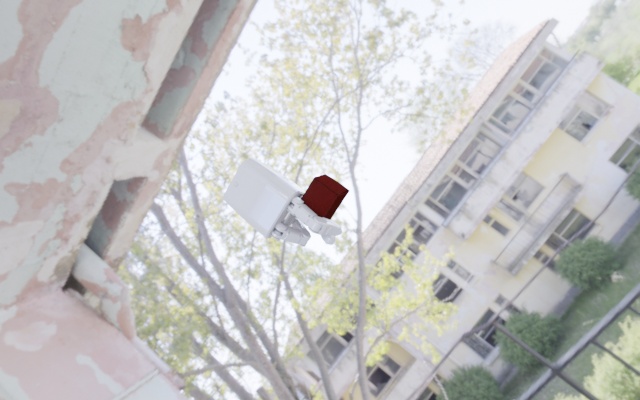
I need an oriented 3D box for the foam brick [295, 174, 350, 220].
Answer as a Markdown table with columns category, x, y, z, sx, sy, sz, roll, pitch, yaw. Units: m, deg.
| category | x | y | z | sx | sy | sz | roll | pitch | yaw |
| --- | --- | --- | --- | --- | --- | --- | --- | --- | --- |
| foam brick | 0.000 | 0.002 | 0.787 | 0.051 | 0.078 | 0.053 | 38 | 21 | 14 |
